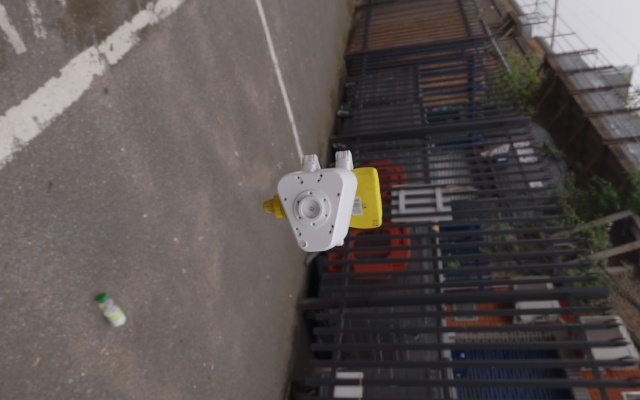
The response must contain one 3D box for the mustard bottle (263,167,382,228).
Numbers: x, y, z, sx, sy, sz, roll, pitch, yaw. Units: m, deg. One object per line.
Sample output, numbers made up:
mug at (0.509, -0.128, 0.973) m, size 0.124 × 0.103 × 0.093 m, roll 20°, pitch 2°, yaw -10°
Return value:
mustard bottle at (0.000, 0.002, 0.775) m, size 0.191 × 0.096 × 0.058 m, roll -5°, pitch 27°, yaw 11°
